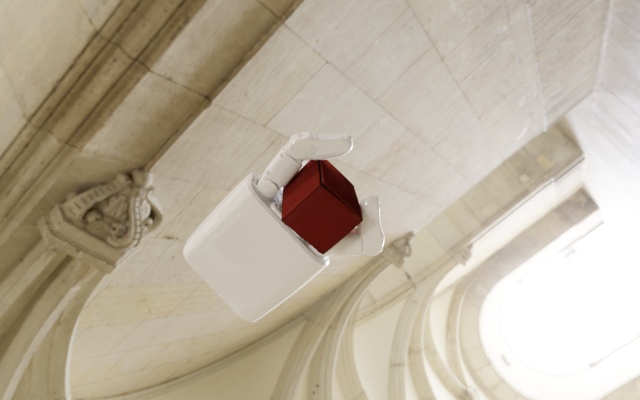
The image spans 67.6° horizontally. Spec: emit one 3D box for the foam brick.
[{"bbox_3d":[0.000,0.001,0.443,0.053,0.051,0.078,42,17,-19],"label":"foam brick"}]
